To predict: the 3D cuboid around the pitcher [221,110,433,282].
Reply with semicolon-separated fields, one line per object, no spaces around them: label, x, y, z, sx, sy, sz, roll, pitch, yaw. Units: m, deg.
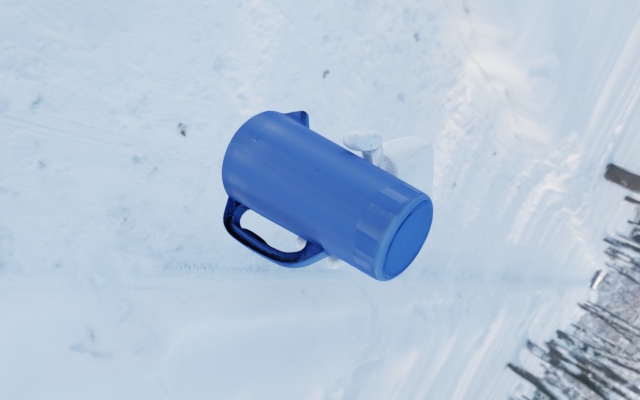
pitcher;0.000;0.002;0.572;0.242;0.149;0.145;30;35;31
